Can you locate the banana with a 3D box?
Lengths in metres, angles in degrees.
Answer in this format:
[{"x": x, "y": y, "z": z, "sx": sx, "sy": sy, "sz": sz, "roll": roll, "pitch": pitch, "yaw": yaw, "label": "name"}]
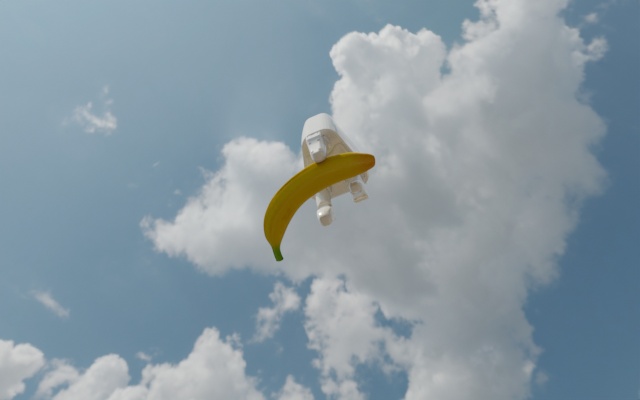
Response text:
[{"x": -0.016, "y": -0.007, "z": 0.641, "sx": 0.069, "sy": 0.198, "sz": 0.037, "roll": 40, "pitch": 16, "yaw": -15, "label": "banana"}]
